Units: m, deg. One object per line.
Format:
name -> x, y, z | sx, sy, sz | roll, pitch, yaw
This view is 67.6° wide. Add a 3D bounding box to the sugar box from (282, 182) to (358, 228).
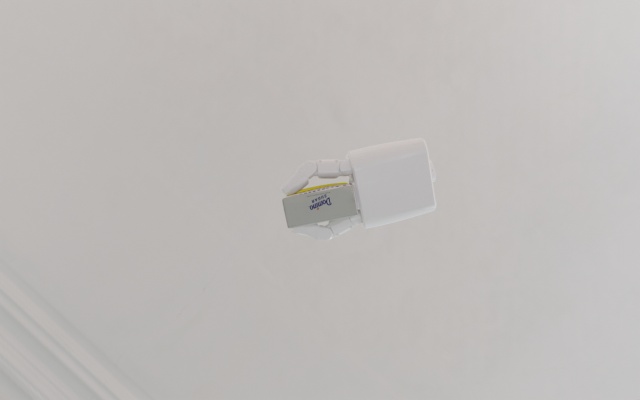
sugar box -> 0.000, 0.002, 0.683 | 0.093, 0.048, 0.176 | -11, 1, 0
